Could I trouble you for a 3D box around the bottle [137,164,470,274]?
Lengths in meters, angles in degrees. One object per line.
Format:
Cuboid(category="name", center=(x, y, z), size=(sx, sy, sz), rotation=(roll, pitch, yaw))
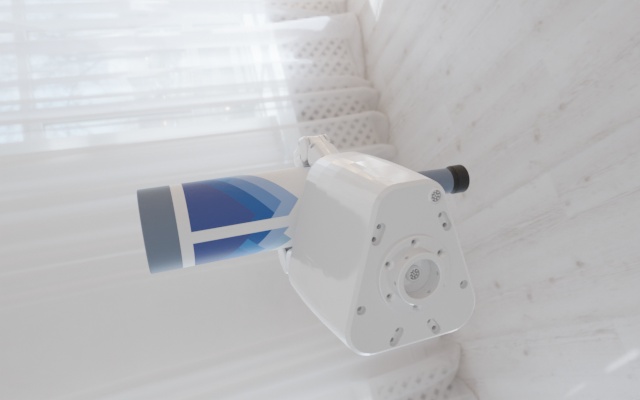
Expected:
Cuboid(category="bottle", center=(0.000, 0.001, 0.418), size=(0.295, 0.069, 0.069), rotation=(-10, 3, -19))
